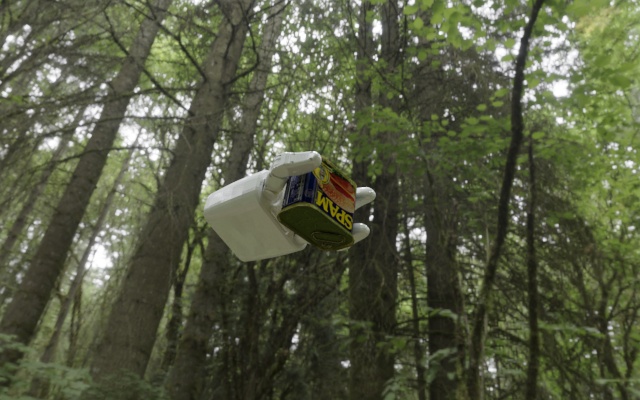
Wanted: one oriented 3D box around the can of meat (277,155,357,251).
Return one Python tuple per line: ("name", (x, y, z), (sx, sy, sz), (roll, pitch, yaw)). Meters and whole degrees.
("can of meat", (0.000, 0.002, 0.592), (0.057, 0.084, 0.102), (-21, -44, 35))
